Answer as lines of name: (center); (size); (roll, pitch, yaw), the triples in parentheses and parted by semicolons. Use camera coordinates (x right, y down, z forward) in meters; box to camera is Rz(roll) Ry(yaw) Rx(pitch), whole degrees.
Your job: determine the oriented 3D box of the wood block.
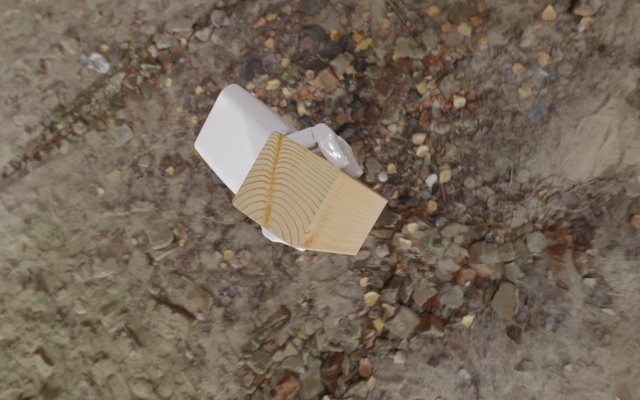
wood block: (0.000, 0.002, 0.566); (0.090, 0.091, 0.206); (32, 4, 22)
